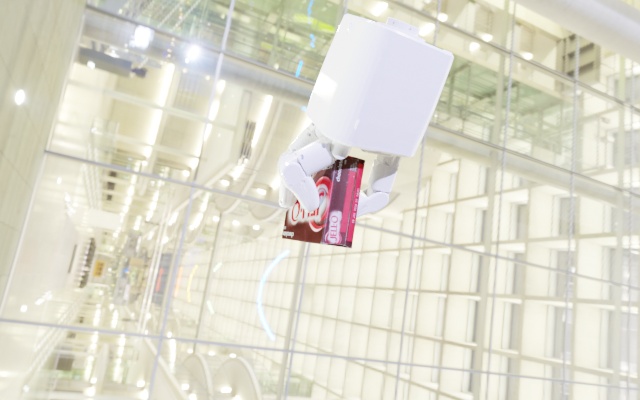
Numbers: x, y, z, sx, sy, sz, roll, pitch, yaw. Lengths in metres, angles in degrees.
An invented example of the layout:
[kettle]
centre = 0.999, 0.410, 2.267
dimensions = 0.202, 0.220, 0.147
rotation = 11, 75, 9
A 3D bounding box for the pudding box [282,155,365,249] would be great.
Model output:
[pudding box]
centre = 0.000, 0.002, 0.503
dimensions = 0.039, 0.090, 0.113
rotation = 12, -7, -22
